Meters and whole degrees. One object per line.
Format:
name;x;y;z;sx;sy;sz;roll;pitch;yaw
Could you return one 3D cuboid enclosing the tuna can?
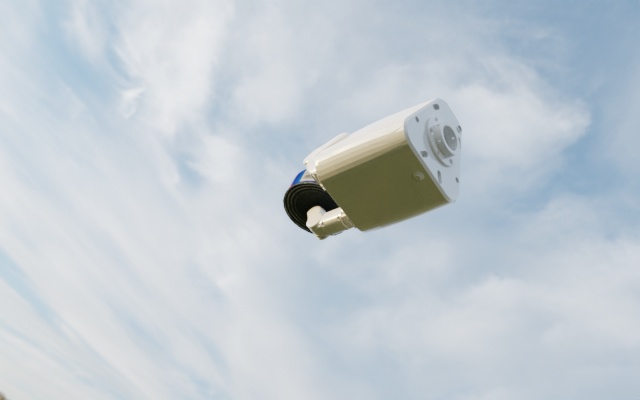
tuna can;0.000;0.002;0.583;0.086;0.086;0.033;0;41;25
